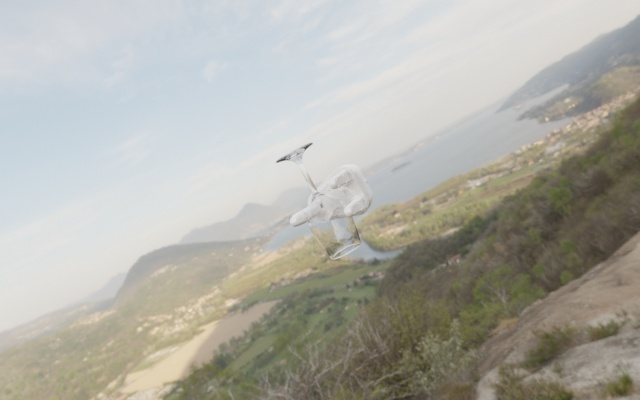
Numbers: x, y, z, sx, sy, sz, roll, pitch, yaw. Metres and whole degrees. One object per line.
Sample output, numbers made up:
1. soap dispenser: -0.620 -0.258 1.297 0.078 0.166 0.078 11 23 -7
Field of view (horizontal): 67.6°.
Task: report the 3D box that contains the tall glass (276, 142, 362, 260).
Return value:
1. tall glass: 0.000 0.002 0.848 0.079 0.201 0.079 -28 2 1
